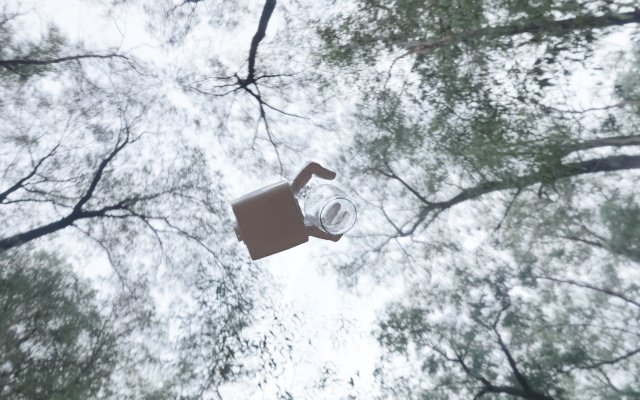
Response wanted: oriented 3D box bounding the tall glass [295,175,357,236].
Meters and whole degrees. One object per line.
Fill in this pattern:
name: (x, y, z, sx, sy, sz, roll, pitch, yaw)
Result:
tall glass: (0.000, 0.002, 0.837, 0.079, 0.079, 0.201, 0, 13, -17)
